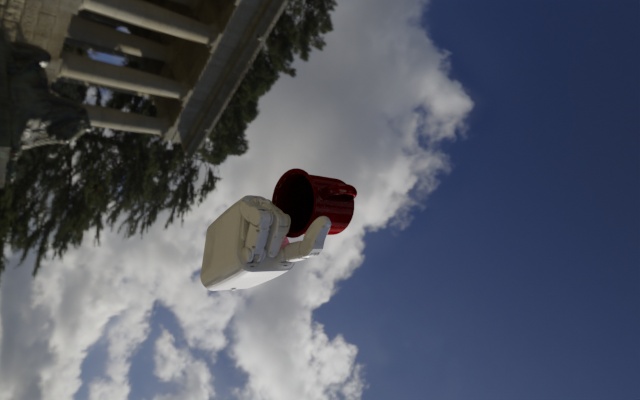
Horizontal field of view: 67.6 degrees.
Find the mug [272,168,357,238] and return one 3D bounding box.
[{"bbox_3d":[0.001,0.002,0.651,0.081,0.093,0.117,6,-25,-43],"label":"mug"}]
